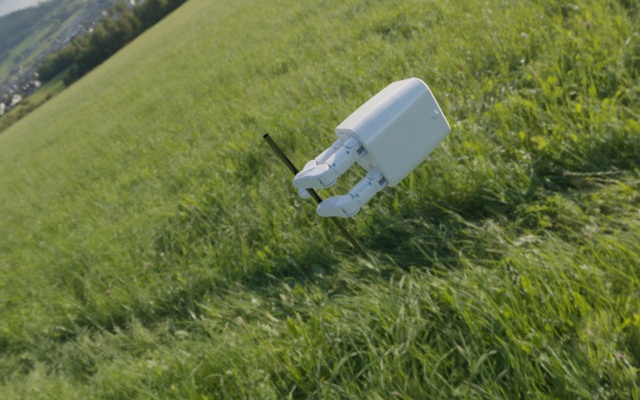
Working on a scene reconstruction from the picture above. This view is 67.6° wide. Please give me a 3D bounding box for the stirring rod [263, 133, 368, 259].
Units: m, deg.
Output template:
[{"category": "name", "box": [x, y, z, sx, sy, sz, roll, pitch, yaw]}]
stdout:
[{"category": "stirring rod", "box": [0.000, 0.002, 0.630, 0.011, 0.011, 0.240, 0, -41, 46]}]
